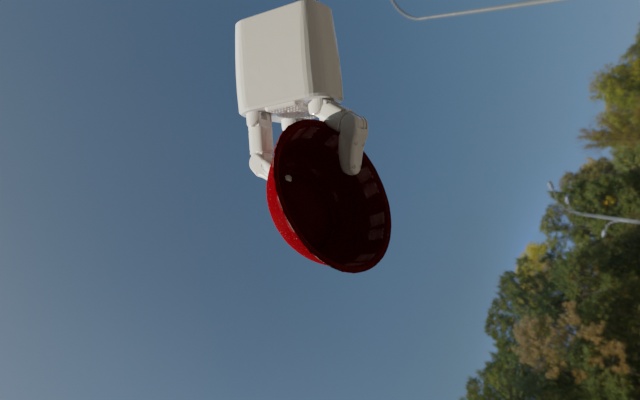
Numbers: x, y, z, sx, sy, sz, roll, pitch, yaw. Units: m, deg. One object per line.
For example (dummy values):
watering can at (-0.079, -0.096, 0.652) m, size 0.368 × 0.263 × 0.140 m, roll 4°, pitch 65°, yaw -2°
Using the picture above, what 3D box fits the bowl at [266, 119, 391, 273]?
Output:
bowl at (0.000, 0.003, 0.484) m, size 0.162 × 0.162 × 0.055 m, roll 0°, pitch -21°, yaw -47°
